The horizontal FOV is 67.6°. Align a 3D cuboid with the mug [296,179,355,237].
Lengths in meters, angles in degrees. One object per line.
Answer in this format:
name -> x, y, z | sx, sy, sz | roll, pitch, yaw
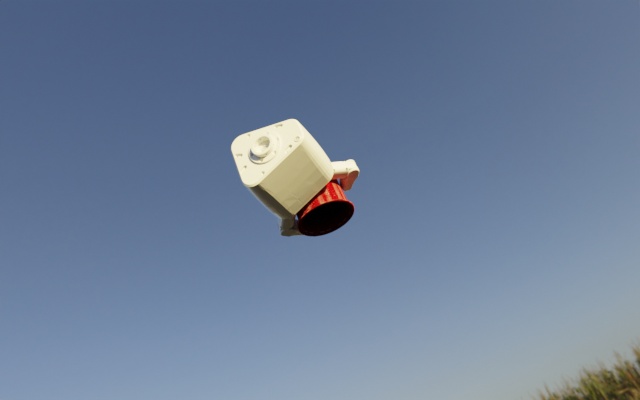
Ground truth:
mug -> 0.001, 0.003, 0.765 | 0.093, 0.081, 0.117 | -29, -33, 8
